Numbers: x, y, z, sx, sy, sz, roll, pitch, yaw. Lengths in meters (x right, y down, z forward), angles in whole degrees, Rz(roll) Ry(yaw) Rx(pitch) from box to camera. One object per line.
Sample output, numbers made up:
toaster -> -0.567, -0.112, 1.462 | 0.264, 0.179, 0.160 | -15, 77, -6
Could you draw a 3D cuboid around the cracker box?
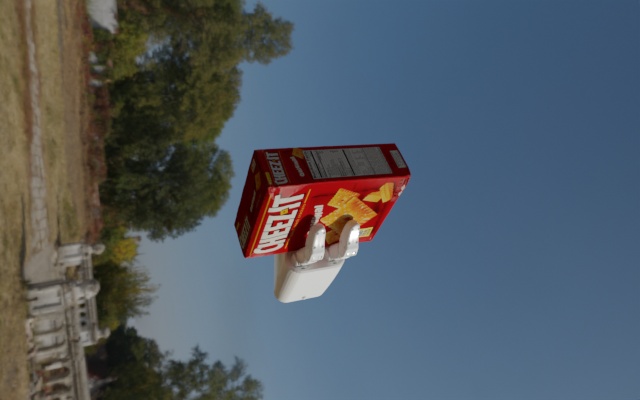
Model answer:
cracker box -> 0.000, 0.002, 0.679 | 0.213, 0.072, 0.164 | -6, -36, -25
